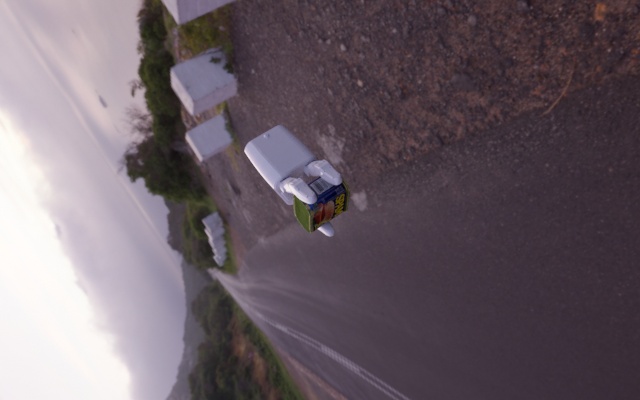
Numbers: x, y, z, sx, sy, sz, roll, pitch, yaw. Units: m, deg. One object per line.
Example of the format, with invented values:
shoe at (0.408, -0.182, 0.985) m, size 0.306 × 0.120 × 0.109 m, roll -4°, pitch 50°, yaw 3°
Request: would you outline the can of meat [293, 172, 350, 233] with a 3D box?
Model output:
can of meat at (0.000, 0.003, 0.836) m, size 0.084 × 0.057 × 0.102 m, roll -33°, pitch -24°, yaw -18°
